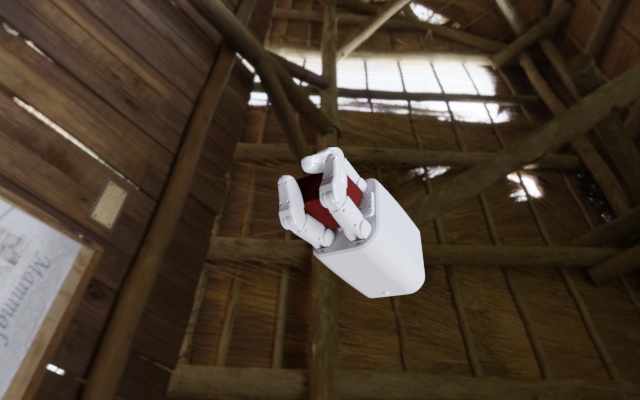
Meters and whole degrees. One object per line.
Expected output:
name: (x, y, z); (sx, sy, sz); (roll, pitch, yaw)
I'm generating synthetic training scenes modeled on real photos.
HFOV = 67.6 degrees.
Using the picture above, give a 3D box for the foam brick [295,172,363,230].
foam brick: (0.000, 0.002, 0.565); (0.078, 0.053, 0.051); (-17, -51, 41)
